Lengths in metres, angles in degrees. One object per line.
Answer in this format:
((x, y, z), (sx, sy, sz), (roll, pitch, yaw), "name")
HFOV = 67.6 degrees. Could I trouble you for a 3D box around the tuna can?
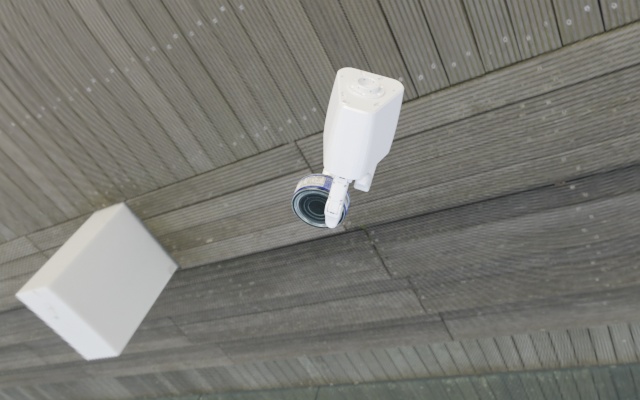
((0.000, 0.003, 0.721), (0.086, 0.086, 0.033), (0, 42, 20), "tuna can")
